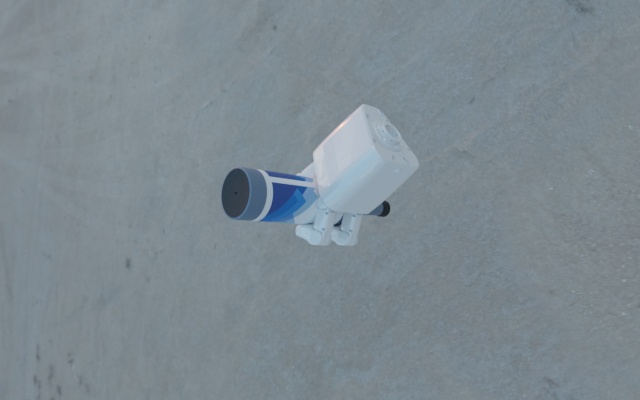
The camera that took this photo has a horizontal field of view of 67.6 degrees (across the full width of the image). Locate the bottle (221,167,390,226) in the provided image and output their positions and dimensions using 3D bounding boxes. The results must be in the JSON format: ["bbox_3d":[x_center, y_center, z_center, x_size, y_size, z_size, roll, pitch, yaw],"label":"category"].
[{"bbox_3d":[0.000,0.002,0.694,0.296,0.069,0.069,6,-4,-44],"label":"bottle"}]
